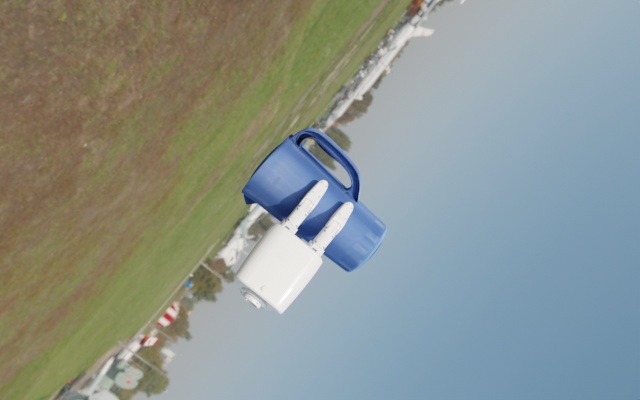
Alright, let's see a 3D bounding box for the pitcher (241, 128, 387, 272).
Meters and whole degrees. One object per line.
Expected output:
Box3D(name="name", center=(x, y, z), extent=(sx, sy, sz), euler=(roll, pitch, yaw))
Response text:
Box3D(name="pitcher", center=(0.000, 0.003, 0.825), extent=(0.243, 0.145, 0.149), euler=(40, -25, -4))
